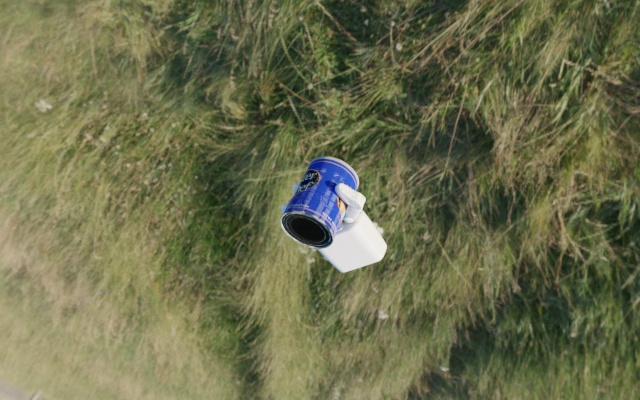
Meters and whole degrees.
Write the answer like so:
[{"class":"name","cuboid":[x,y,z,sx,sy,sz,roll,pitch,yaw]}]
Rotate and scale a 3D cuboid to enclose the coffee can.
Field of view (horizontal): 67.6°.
[{"class":"coffee can","cuboid":[0.000,0.003,0.879,0.103,0.140,0.103,17,-36,13]}]
